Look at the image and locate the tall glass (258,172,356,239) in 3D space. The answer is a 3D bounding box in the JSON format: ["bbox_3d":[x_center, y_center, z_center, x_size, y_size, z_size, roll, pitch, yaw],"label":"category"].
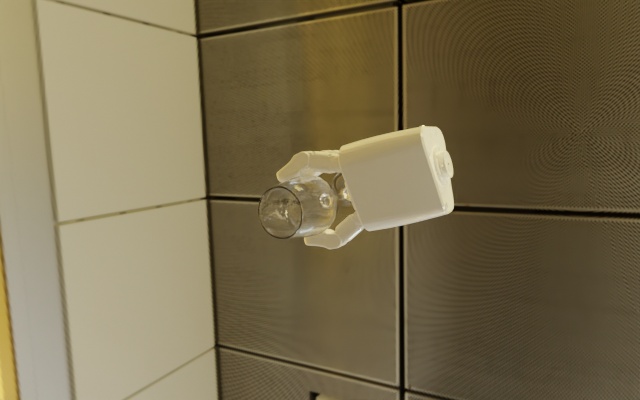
[{"bbox_3d":[0.000,0.002,0.634,0.079,0.079,0.201,0,7,29],"label":"tall glass"}]
